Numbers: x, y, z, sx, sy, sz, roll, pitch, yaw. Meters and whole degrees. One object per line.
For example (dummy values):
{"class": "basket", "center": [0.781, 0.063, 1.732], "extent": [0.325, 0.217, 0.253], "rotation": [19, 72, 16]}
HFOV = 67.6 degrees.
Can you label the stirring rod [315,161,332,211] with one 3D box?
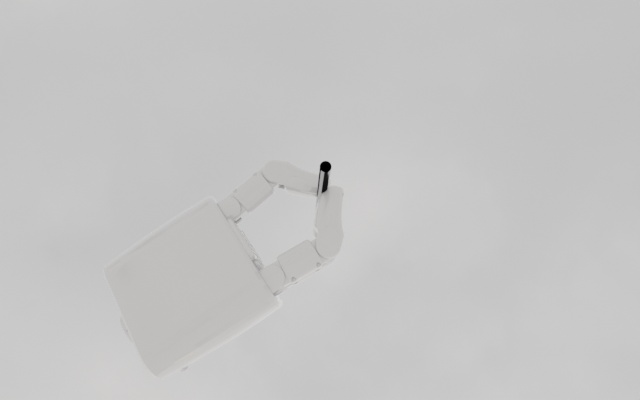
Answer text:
{"class": "stirring rod", "center": [0.000, 0.001, 0.439], "extent": [0.011, 0.011, 0.239], "rotation": [0, -12, -2]}
